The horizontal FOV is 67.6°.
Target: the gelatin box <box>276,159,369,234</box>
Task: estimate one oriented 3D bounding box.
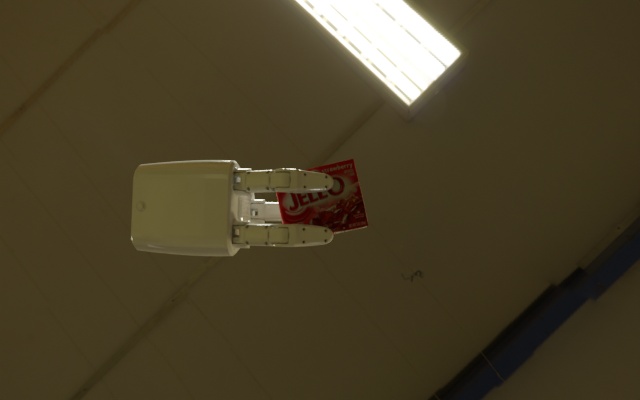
[{"bbox_3d":[0.000,0.002,0.509,0.089,0.073,0.030,-12,-5,0],"label":"gelatin box"}]
